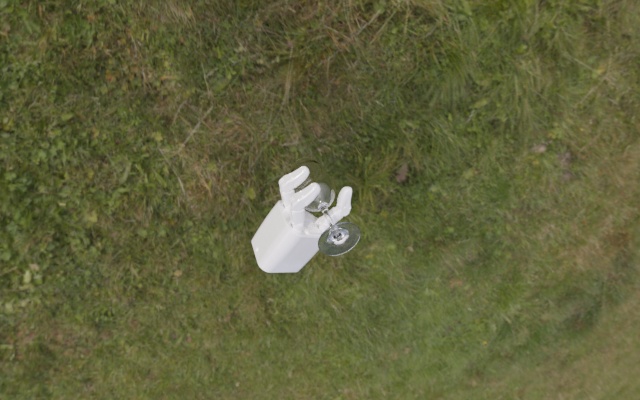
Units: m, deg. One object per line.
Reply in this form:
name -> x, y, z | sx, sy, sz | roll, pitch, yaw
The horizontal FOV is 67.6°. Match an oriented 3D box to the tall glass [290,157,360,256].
tall glass -> 0.000, 0.003, 0.857 | 0.079, 0.079, 0.201 | 0, 39, -23
